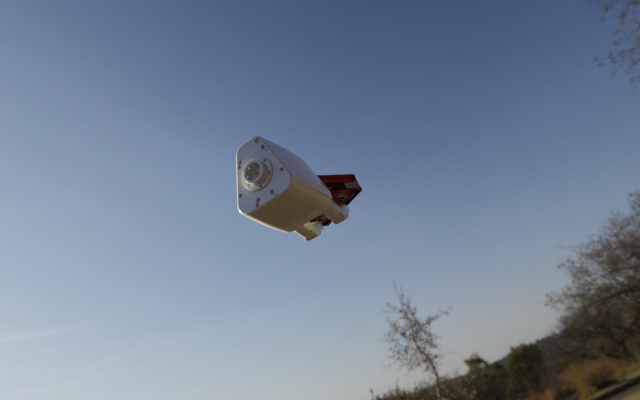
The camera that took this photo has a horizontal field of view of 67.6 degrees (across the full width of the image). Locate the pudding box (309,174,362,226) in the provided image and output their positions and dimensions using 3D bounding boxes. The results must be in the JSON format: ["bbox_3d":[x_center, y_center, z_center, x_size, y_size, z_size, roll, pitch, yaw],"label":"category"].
[{"bbox_3d":[0.000,0.002,0.778,0.090,0.039,0.113,-3,-30,-37],"label":"pudding box"}]
